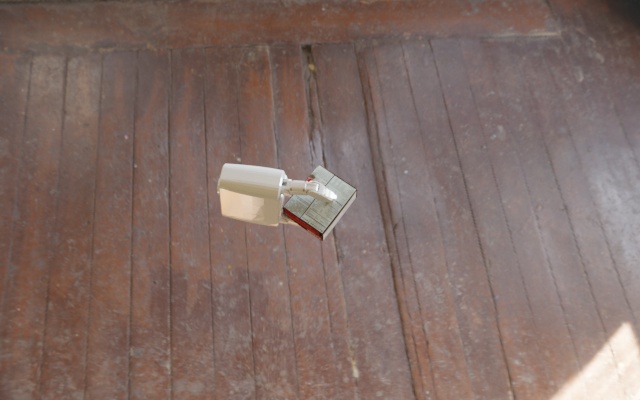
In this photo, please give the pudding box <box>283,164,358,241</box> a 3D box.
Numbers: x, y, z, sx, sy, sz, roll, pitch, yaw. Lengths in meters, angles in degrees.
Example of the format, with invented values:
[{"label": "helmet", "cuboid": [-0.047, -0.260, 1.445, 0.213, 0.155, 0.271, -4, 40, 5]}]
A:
[{"label": "pudding box", "cuboid": [0.000, 0.003, 0.858, 0.090, 0.113, 0.039, 35, -19, 12]}]
